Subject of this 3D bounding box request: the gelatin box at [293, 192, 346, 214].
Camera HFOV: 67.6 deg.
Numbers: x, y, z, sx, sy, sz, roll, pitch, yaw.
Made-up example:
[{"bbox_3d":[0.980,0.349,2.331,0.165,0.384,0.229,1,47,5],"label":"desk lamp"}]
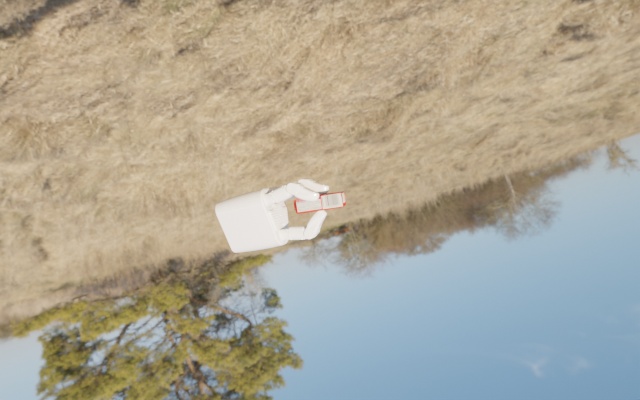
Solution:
[{"bbox_3d":[0.001,0.003,0.887,0.089,0.030,0.073,-8,1,7],"label":"gelatin box"}]
